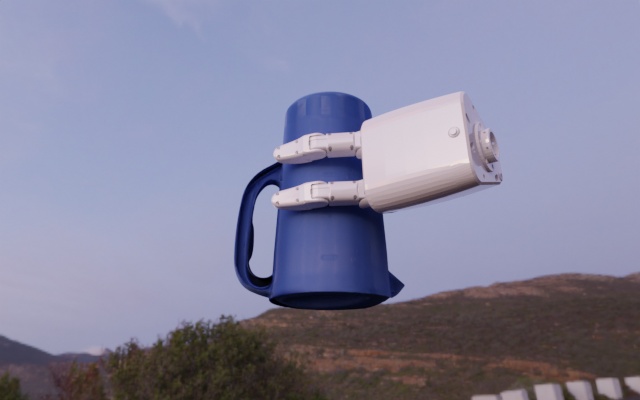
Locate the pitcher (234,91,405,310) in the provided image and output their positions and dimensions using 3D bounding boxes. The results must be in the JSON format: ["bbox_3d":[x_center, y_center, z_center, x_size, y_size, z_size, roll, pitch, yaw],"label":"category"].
[{"bbox_3d":[0.000,0.002,0.551,0.145,0.242,0.149,-15,-25,33],"label":"pitcher"}]
